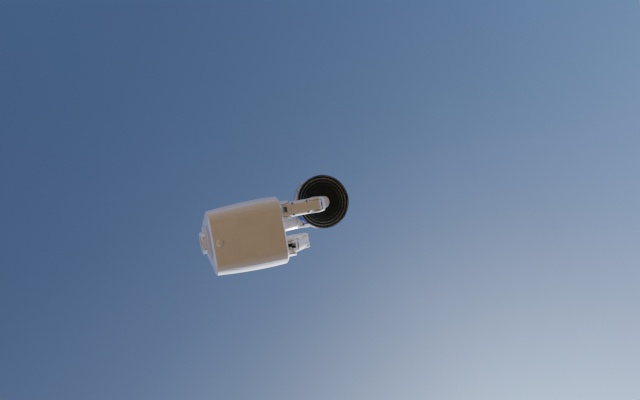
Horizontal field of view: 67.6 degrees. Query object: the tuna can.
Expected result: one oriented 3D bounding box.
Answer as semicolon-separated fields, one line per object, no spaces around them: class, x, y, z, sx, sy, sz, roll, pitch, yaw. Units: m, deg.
tuna can;0.000;0.003;0.776;0.086;0.086;0.034;0;-3;-17
